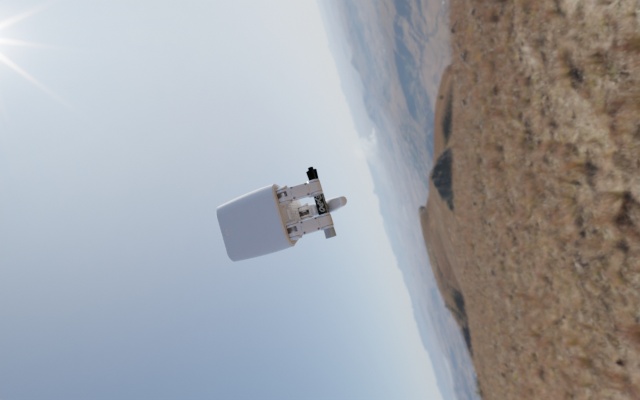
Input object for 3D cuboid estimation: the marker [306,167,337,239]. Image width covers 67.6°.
[{"bbox_3d":[0.000,0.003,0.781,0.020,0.121,0.020,-17,-7,-2],"label":"marker"}]
